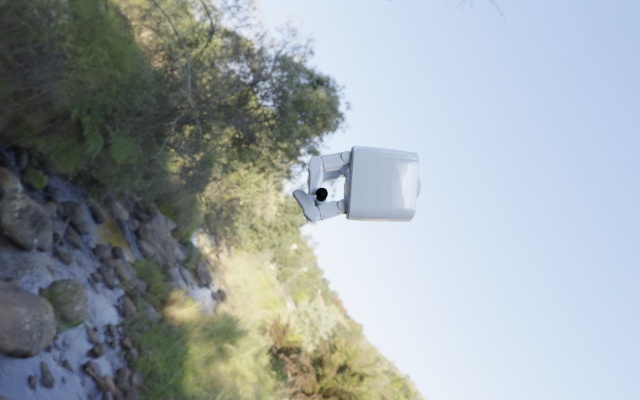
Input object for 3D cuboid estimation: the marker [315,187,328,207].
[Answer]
[{"bbox_3d":[0.000,0.002,0.764,0.020,0.020,0.121,0,-14,-3],"label":"marker"}]
